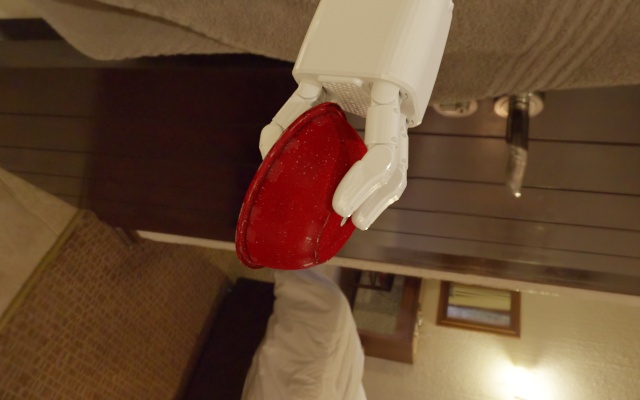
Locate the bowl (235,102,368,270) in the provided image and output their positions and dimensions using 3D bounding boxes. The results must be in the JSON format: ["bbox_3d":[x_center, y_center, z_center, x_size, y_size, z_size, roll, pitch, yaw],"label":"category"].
[{"bbox_3d":[0.000,0.003,0.410,0.055,0.162,0.162,30,11,19],"label":"bowl"}]
